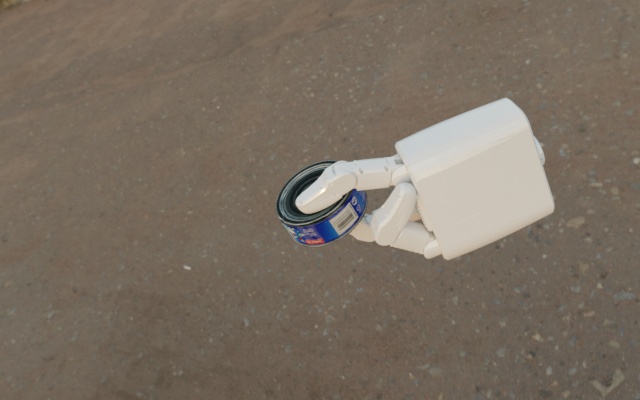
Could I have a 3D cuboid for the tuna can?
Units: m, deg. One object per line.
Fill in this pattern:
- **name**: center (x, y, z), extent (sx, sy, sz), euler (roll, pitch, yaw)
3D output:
- **tuna can**: center (0.000, 0.001, 0.463), extent (0.086, 0.086, 0.034), euler (0, -41, 35)
